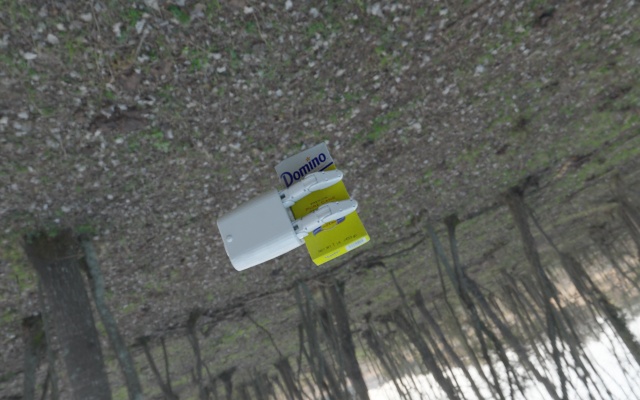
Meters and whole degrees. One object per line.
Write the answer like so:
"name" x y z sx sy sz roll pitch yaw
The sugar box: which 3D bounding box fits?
"sugar box" 0.000 0.002 0.757 0.093 0.176 0.048 -25 -20 2
